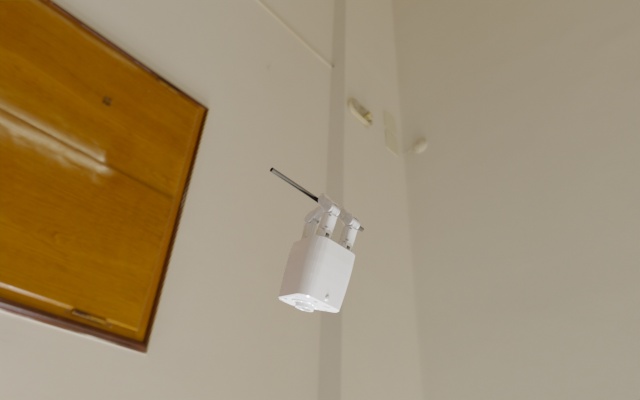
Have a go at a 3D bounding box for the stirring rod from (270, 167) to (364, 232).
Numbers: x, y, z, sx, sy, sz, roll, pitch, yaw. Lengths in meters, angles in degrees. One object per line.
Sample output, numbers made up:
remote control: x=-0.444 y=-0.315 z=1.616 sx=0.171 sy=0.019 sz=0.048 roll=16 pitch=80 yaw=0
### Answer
stirring rod: x=0.000 y=0.003 z=0.866 sx=0.240 sy=0.011 sz=0.011 roll=34 pitch=-21 yaw=-35
